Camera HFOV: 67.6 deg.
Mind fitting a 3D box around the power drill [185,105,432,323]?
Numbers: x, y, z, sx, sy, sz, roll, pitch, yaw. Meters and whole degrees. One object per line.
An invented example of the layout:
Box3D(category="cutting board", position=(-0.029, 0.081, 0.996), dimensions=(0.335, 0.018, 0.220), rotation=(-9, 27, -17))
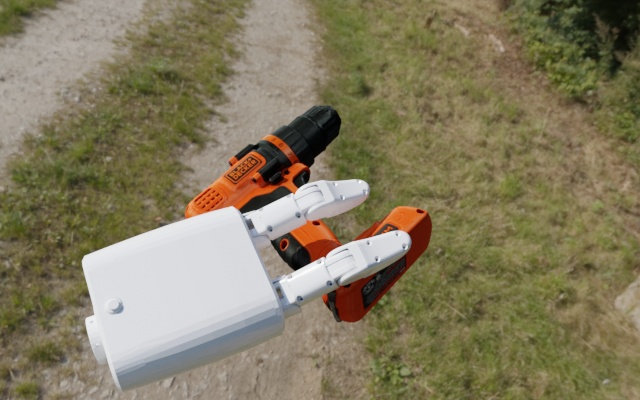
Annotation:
Box3D(category="power drill", position=(0.000, 0.002, 0.419), dimensions=(0.187, 0.184, 0.057), rotation=(33, -24, 33))
